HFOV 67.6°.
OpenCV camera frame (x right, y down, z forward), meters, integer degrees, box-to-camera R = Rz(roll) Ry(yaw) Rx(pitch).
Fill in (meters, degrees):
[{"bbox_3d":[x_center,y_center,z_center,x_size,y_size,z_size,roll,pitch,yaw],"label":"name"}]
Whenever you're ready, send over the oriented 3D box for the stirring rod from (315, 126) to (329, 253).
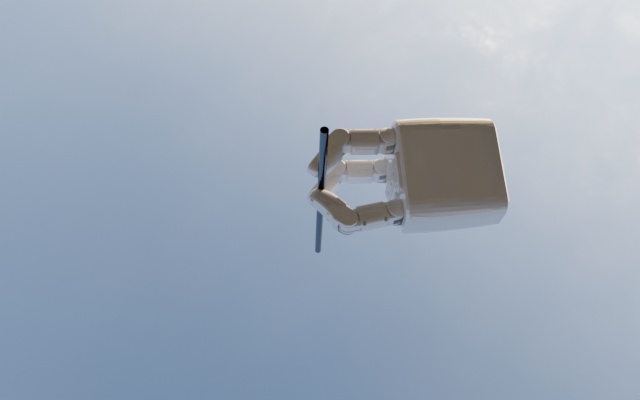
[{"bbox_3d":[0.000,0.002,0.514,0.011,0.011,0.240,0,-31,-2],"label":"stirring rod"}]
